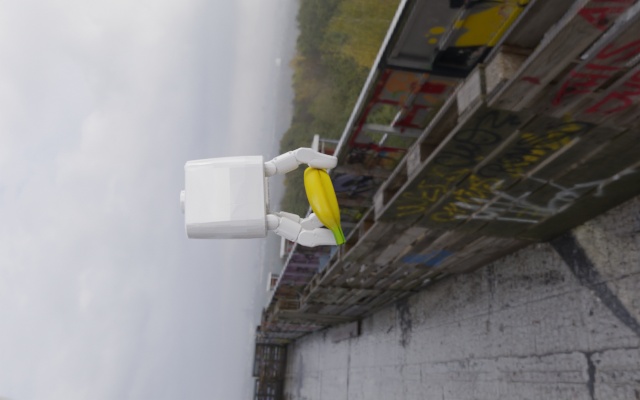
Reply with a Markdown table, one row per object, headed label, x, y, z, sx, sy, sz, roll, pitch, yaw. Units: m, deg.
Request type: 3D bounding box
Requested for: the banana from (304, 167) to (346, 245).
| label | x | y | z | sx | sy | sz | roll | pitch | yaw |
| --- | --- | --- | --- | --- | --- | --- | --- | --- | --- |
| banana | -0.002 | -0.013 | 0.676 | 0.037 | 0.070 | 0.197 | -11 | 27 | -3 |
